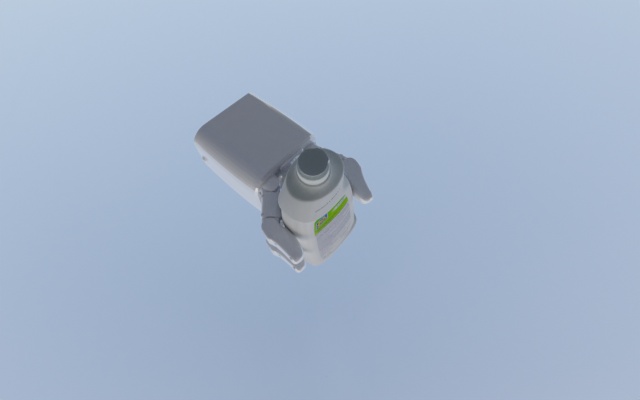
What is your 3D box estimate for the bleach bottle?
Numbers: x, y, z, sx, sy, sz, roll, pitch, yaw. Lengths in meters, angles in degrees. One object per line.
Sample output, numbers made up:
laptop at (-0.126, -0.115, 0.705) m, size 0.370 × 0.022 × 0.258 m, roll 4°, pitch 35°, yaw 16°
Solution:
bleach bottle at (0.000, 0.002, 0.551) m, size 0.068 × 0.102 × 0.251 m, roll 36°, pitch -16°, yaw 13°
